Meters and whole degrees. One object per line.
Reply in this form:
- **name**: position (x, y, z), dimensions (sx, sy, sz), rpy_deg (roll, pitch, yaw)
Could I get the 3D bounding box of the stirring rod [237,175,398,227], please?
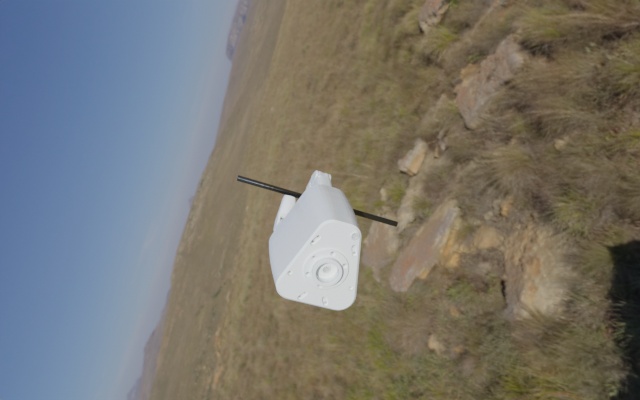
- **stirring rod**: position (0.000, 0.002, 0.674), dimensions (0.239, 0.011, 0.011), rpy_deg (16, -4, -14)
